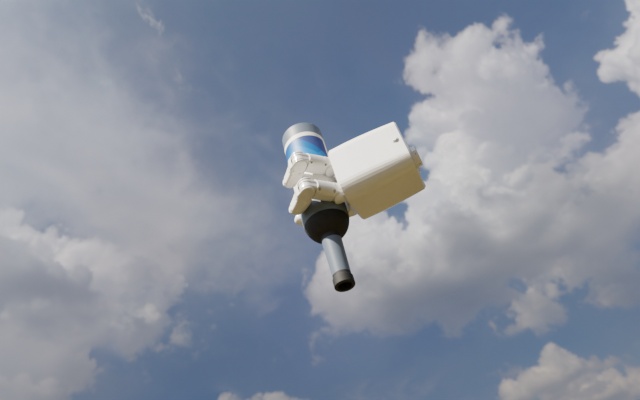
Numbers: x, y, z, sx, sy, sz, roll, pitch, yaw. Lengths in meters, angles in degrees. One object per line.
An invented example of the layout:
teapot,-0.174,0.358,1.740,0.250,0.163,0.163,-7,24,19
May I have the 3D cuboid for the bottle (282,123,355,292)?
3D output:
bottle,0.000,0.002,0.696,0.069,0.295,0.069,-9,-42,-8
